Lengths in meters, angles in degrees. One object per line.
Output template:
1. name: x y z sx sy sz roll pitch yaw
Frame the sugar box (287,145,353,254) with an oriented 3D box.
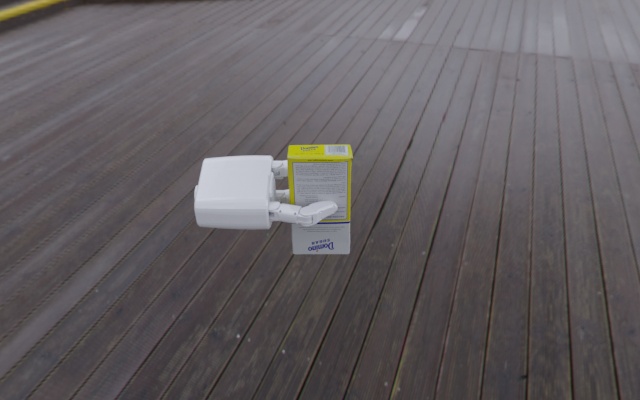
1. sugar box: 0.000 0.002 0.727 0.093 0.176 0.048 0 36 1
